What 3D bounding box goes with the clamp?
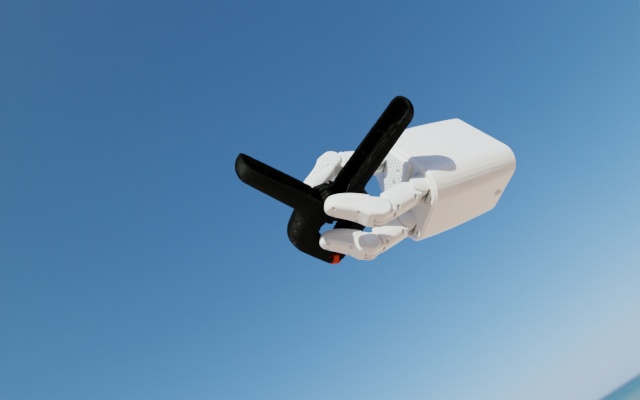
[{"bbox_3d":[0.000,0.001,0.468,0.164,0.036,0.210,-17,-37,-19],"label":"clamp"}]
